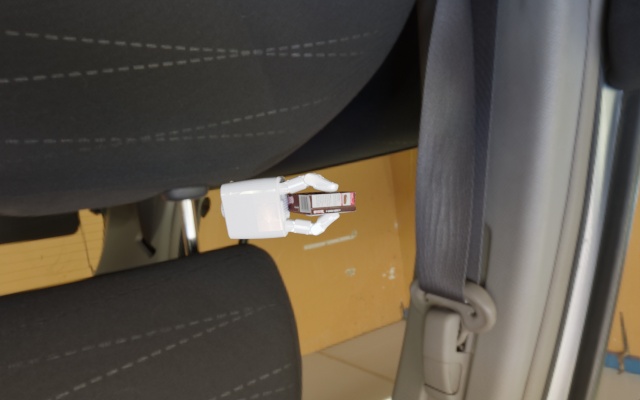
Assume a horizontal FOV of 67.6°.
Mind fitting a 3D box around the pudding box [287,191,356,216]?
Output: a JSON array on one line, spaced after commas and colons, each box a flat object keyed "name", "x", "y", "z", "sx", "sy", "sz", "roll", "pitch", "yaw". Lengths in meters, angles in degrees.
[{"name": "pudding box", "x": 0.000, "y": 0.003, "z": 0.863, "sx": 0.090, "sy": 0.039, "sz": 0.113, "roll": -5, "pitch": 5, "yaw": -23}]
